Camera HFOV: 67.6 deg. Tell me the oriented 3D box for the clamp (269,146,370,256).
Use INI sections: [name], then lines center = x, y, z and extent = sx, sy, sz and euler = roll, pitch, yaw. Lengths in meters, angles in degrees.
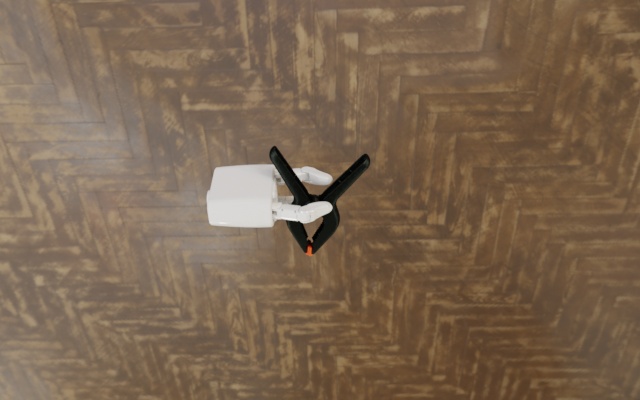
[clamp]
center = 0.000, 0.004, 0.820
extent = 0.164, 0.210, 0.036
euler = -1, 30, -1
